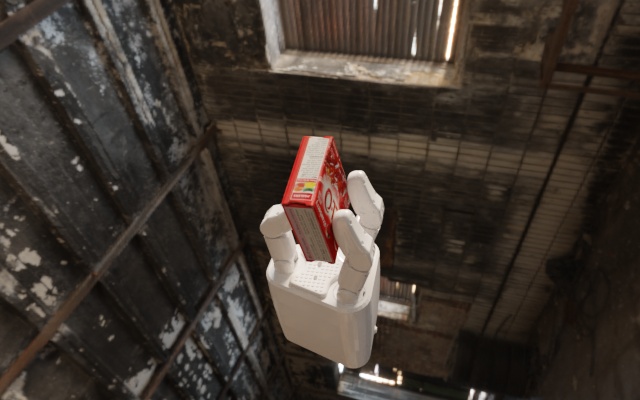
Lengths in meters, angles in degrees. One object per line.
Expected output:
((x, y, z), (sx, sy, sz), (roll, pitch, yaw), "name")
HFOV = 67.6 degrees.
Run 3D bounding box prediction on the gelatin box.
((0.000, 0.001, 0.408), (0.030, 0.073, 0.089), (3, -37, 18), "gelatin box")
